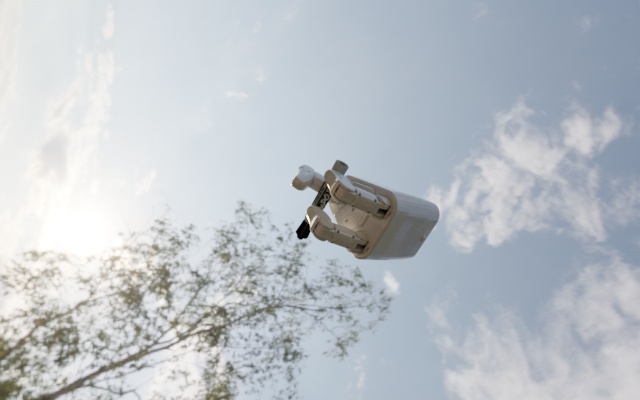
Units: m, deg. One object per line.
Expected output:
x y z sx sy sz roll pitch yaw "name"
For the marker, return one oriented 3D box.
0.000 0.002 0.626 0.020 0.121 0.020 26 21 -11 "marker"
